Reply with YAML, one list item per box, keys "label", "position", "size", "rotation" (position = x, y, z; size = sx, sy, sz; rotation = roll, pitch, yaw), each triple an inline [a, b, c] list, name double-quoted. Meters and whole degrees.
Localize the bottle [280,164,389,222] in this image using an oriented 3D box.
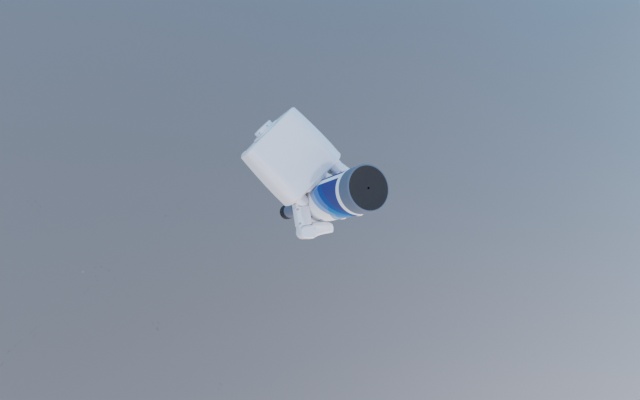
- label: "bottle"
  position: [0.000, 0.003, 0.772]
  size: [0.069, 0.069, 0.296]
  rotation: [0, -8, -26]
